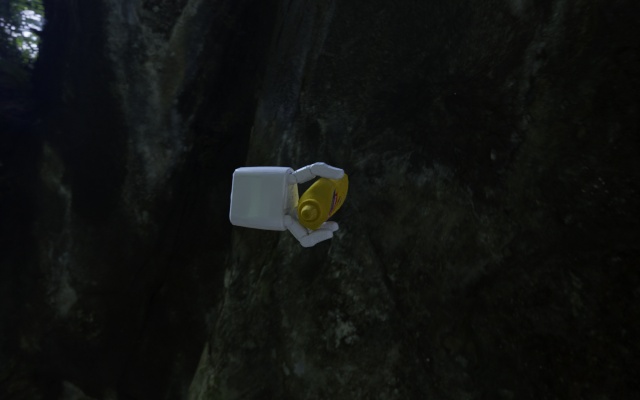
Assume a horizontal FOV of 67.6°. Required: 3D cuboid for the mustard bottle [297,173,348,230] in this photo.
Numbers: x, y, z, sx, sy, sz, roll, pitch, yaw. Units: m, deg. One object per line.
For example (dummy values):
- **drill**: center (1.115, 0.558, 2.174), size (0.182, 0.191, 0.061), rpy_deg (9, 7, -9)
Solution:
- **mustard bottle**: center (0.001, 0.003, 0.877), size (0.058, 0.096, 0.191), rpy_deg (27, 18, 8)
